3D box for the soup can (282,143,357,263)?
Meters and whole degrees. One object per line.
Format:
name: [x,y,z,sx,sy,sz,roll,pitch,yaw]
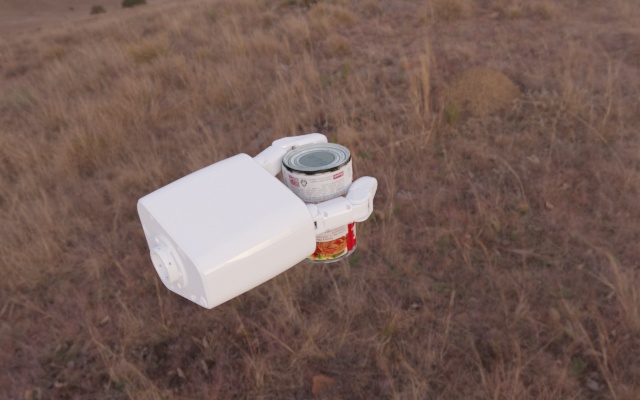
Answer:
soup can: [0.001,0.001,0.478,0.068,0.102,0.068,-4,29,2]
